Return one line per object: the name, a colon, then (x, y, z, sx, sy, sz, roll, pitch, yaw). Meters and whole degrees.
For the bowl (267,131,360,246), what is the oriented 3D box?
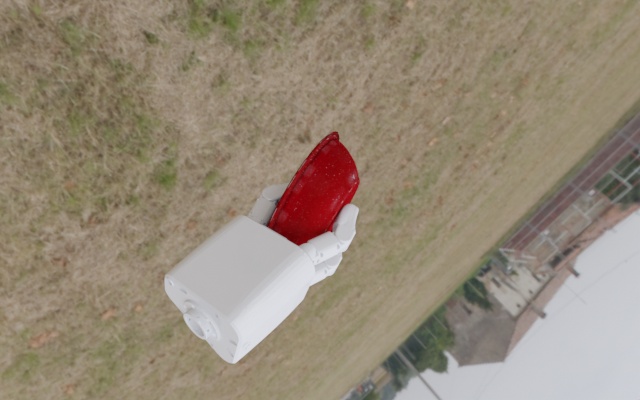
bowl: (0.001, 0.001, 0.564, 0.055, 0.162, 0.162, 31, 5, 8)
